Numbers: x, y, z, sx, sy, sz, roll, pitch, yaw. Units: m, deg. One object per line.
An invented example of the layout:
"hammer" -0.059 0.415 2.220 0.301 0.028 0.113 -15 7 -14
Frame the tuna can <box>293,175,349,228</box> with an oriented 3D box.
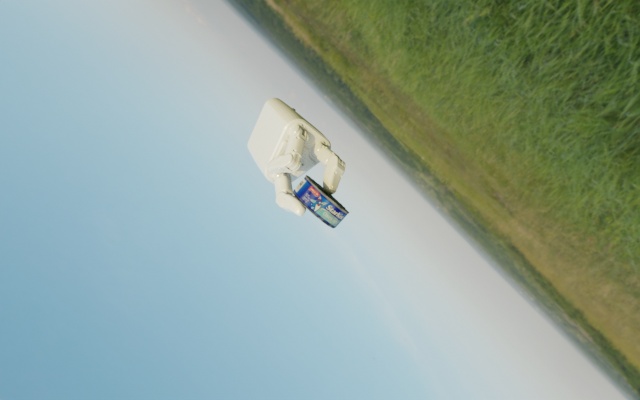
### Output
"tuna can" 0.000 0.003 0.712 0.086 0.034 0.086 41 5 -4
